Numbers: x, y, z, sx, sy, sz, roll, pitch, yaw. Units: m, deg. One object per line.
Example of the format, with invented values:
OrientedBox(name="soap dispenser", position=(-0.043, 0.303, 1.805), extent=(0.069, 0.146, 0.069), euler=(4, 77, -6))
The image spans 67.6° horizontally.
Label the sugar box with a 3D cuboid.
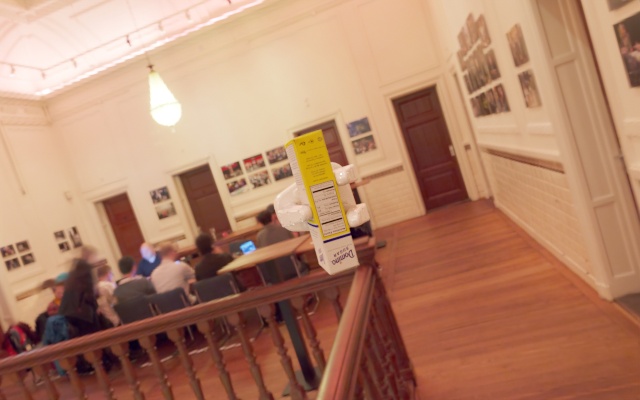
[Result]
OrientedBox(name="sugar box", position=(0.001, 0.002, 0.626), extent=(0.048, 0.176, 0.093), euler=(-19, 5, -8))
